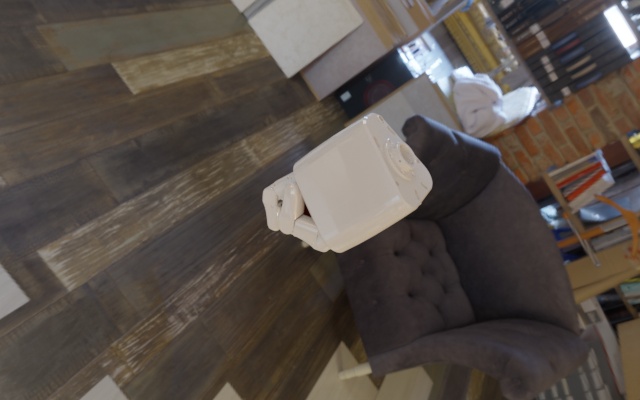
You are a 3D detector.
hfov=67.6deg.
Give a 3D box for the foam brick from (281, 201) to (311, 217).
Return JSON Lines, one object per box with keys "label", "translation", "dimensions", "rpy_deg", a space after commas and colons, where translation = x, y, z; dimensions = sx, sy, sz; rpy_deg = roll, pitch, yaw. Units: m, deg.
{"label": "foam brick", "translation": [0.000, 0.002, 0.589], "dimensions": [0.051, 0.053, 0.078], "rpy_deg": [-33, 4, 35]}
